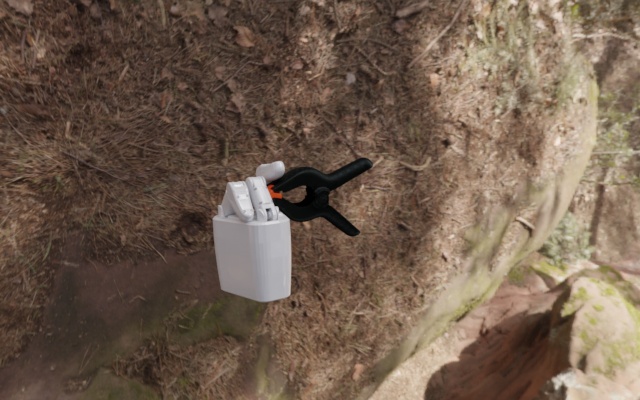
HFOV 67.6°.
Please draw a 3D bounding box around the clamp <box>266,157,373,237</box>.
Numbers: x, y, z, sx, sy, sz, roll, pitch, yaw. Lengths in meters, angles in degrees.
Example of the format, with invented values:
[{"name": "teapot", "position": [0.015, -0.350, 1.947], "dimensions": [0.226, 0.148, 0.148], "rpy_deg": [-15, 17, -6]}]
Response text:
[{"name": "clamp", "position": [0.000, 0.002, 0.686], "dimensions": [0.171, 0.120, 0.039], "rpy_deg": [-6, 11, -26]}]
